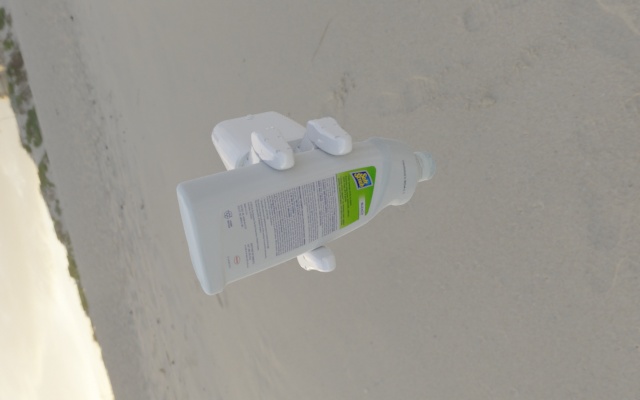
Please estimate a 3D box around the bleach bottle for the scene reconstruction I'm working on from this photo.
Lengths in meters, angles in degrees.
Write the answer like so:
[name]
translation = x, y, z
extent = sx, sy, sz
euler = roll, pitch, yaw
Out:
[bleach bottle]
translation = 0.000, 0.001, 0.456
extent = 0.251, 0.103, 0.068
euler = -16, 32, -22
